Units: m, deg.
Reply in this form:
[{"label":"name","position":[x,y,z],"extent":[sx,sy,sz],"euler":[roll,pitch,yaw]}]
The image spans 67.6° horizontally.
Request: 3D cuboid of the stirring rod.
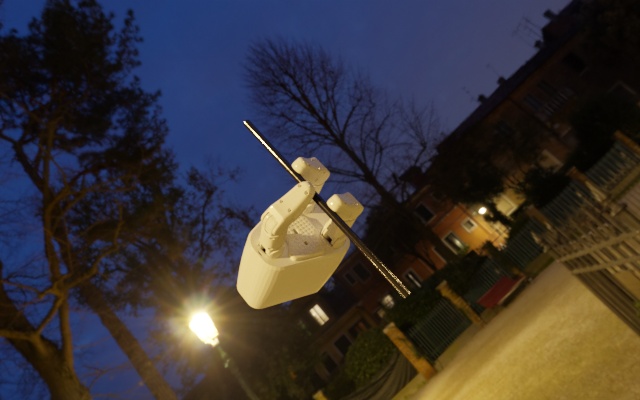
[{"label":"stirring rod","position":[0.000,0.002,0.462],"extent":[0.239,0.011,0.011],"euler":[47,19,19]}]
